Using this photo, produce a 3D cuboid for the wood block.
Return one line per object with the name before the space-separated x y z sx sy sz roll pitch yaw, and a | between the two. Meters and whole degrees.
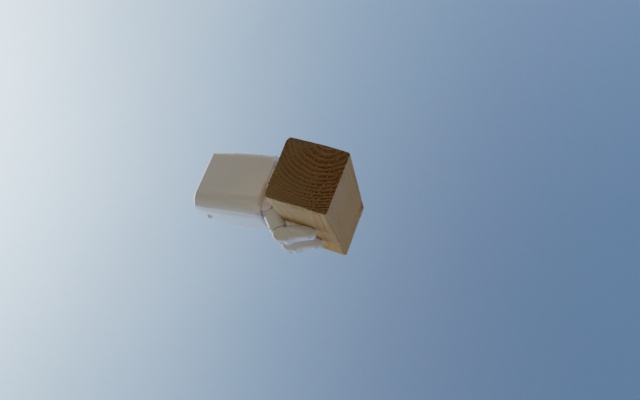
wood block | 0.000 0.002 0.700 0.090 0.090 0.206 16 -16 15
